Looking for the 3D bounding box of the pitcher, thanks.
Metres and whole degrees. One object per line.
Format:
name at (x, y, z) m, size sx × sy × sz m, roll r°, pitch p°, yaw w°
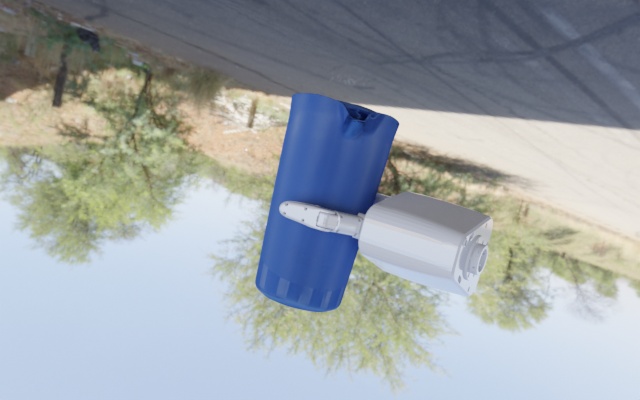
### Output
pitcher at (0.000, 0.002, 0.587) m, size 0.145 × 0.243 × 0.149 m, roll 16°, pitch 2°, yaw 34°
